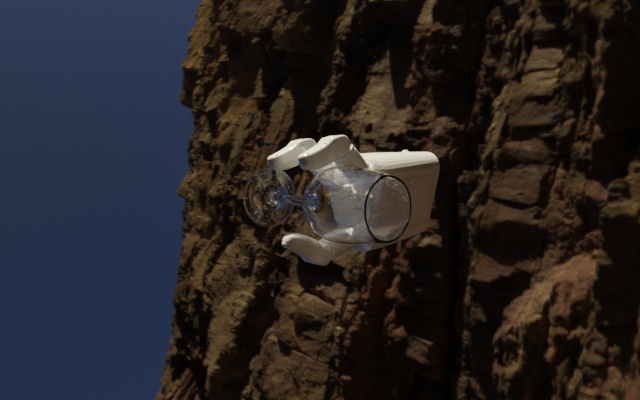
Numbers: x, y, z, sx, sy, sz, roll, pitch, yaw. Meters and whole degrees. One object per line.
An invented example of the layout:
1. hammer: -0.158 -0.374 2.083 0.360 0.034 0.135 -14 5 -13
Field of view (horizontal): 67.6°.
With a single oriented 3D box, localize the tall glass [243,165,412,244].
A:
1. tall glass: 0.000 0.002 0.506 0.079 0.079 0.201 0 4 -38
